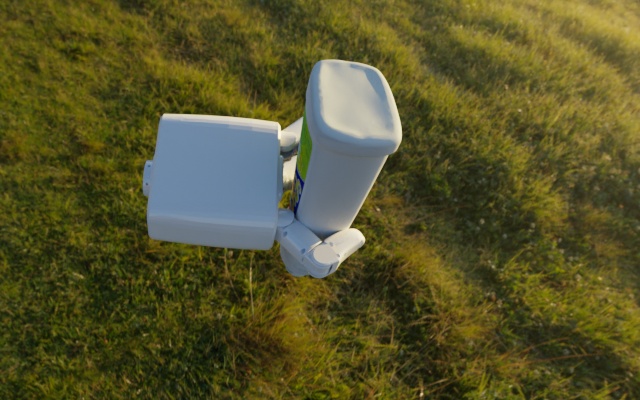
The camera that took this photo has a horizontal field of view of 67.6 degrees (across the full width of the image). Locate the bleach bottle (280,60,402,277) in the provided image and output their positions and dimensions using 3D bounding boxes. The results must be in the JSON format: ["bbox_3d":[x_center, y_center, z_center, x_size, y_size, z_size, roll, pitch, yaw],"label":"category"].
[{"bbox_3d":[0.000,0.001,0.448,0.068,0.102,0.251,5,-41,-12],"label":"bleach bottle"}]
